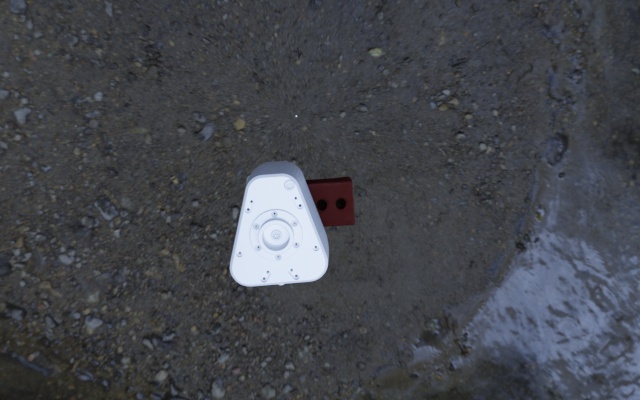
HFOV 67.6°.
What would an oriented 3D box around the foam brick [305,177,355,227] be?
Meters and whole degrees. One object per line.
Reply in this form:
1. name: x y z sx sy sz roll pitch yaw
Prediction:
1. foam brick: 0.000 0.002 0.567 0.078 0.053 0.051 -4 9 -2
